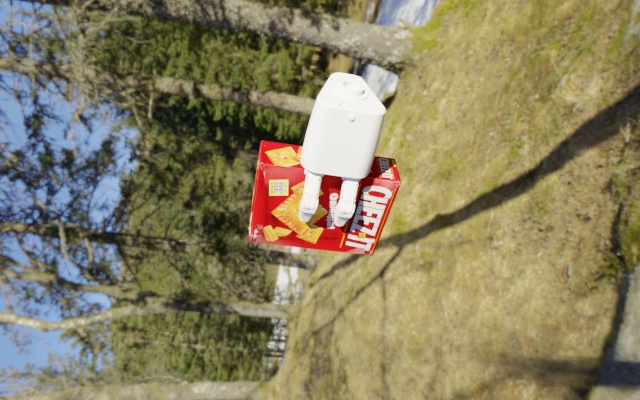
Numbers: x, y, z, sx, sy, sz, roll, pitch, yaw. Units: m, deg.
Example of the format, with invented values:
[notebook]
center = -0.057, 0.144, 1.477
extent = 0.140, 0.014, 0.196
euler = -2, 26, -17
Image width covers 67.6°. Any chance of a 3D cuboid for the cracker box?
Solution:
[cracker box]
center = 0.000, 0.002, 0.760
extent = 0.214, 0.164, 0.072
euler = 8, 40, -9
